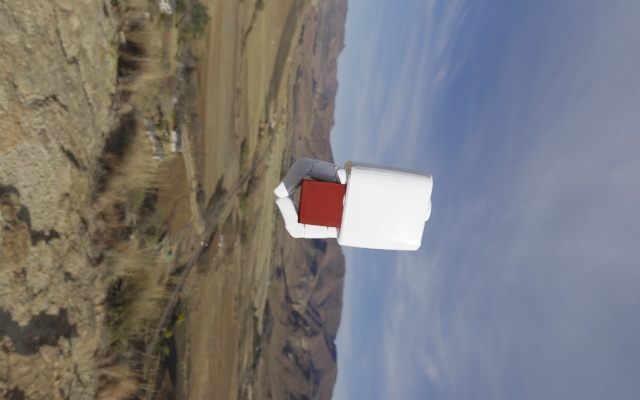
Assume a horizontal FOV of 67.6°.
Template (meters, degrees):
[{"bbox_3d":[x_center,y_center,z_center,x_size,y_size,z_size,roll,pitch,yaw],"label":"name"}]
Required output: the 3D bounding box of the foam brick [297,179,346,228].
[{"bbox_3d":[0.000,0.002,0.581,0.051,0.053,0.078,7,3,-2],"label":"foam brick"}]
